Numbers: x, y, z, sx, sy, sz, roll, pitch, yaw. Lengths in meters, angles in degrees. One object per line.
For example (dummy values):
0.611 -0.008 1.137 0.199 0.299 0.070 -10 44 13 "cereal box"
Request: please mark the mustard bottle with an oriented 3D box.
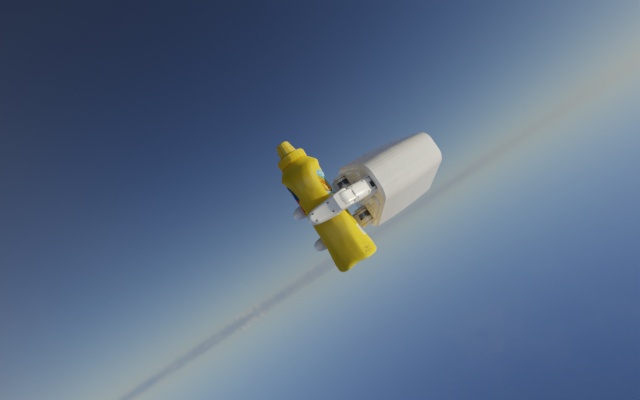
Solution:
0.000 0.003 0.642 0.058 0.191 0.096 -34 -7 6 "mustard bottle"
